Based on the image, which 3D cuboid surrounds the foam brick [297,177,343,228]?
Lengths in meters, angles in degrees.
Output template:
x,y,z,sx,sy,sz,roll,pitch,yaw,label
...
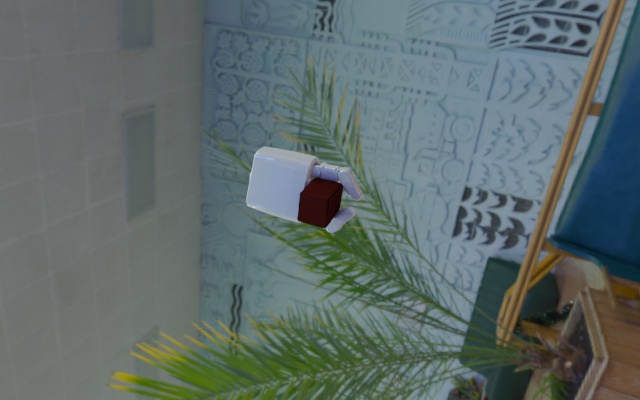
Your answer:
x,y,z,sx,sy,sz,roll,pitch,yaw,label
0.000,0.003,0.791,0.051,0.053,0.078,15,27,14,foam brick
